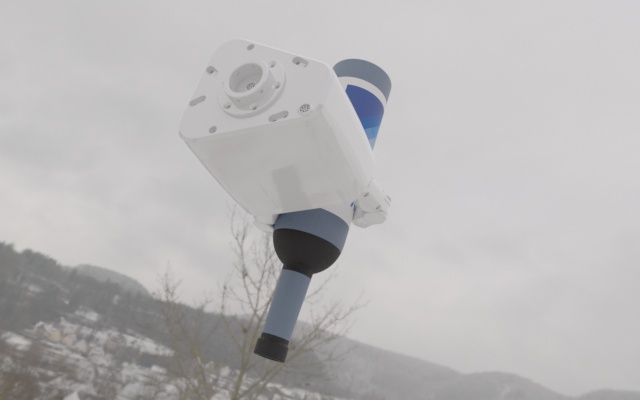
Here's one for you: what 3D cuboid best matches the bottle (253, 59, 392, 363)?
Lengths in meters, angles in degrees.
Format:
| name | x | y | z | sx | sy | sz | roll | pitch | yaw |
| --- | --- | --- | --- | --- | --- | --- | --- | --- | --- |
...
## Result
| name | x | y | z | sx | sy | sz | roll | pitch | yaw |
| --- | --- | --- | --- | --- | --- | --- | --- | --- | --- |
| bottle | 0.000 | 0.001 | 0.451 | 0.069 | 0.295 | 0.069 | 16 | -22 | 7 |
